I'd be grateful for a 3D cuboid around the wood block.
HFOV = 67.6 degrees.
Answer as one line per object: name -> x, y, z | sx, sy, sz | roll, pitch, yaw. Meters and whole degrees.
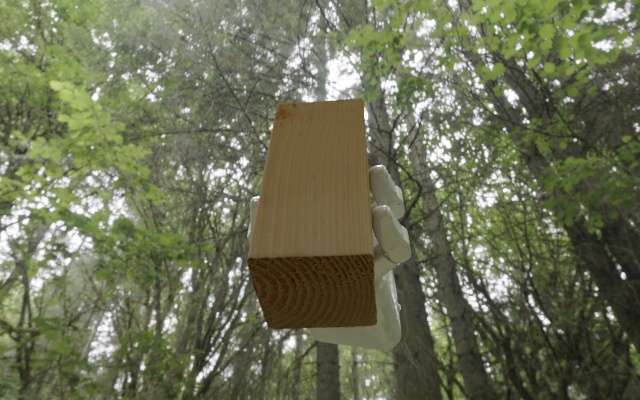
wood block -> 0.000, 0.002, 0.431 | 0.091, 0.090, 0.206 | -4, 42, 5
